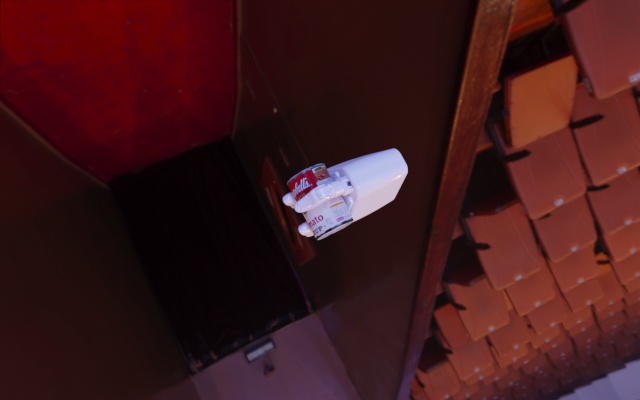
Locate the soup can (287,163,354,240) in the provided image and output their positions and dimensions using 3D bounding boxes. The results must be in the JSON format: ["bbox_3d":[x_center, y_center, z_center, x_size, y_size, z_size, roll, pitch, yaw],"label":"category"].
[{"bbox_3d":[0.000,0.003,0.752,0.068,0.102,0.068,-27,-8,-4],"label":"soup can"}]
